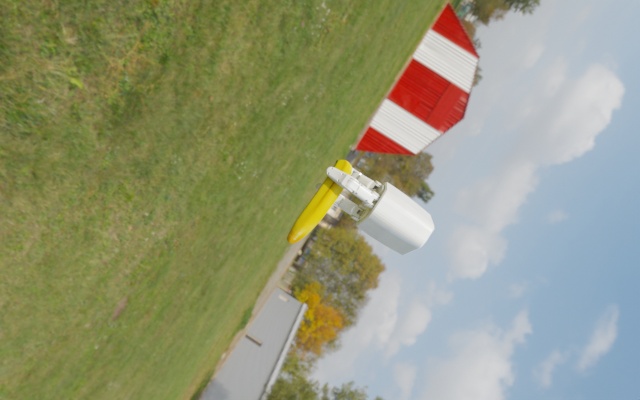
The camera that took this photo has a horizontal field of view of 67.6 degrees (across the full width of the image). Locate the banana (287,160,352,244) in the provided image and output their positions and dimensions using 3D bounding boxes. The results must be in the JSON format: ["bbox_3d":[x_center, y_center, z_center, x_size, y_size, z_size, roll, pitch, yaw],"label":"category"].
[{"bbox_3d":[0.008,-0.006,0.837,0.037,0.197,0.070,36,-27,-4],"label":"banana"}]
